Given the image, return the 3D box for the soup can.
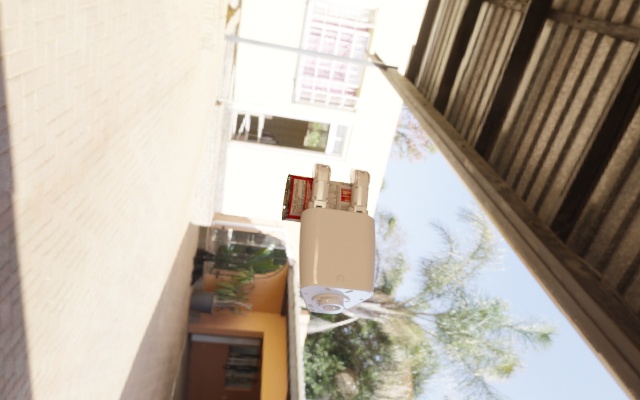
[{"bbox_3d":[0.000,0.002,0.676,0.102,0.068,0.068,8,-1,-9],"label":"soup can"}]
